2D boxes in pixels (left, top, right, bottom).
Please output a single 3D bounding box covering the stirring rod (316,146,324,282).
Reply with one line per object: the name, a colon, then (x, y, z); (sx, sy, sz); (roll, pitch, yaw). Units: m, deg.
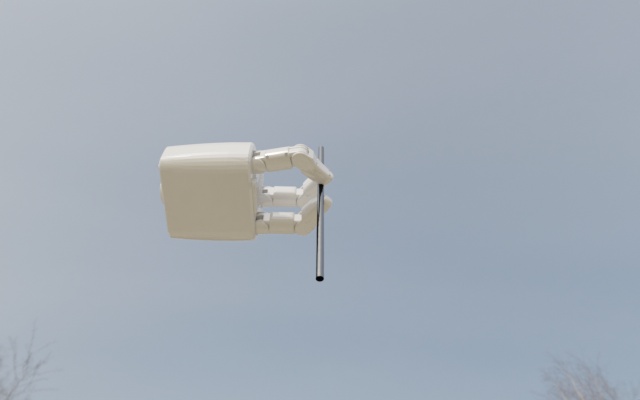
stirring rod: (0.000, 0.002, 0.544); (0.011, 0.011, 0.239); (0, 37, 0)
